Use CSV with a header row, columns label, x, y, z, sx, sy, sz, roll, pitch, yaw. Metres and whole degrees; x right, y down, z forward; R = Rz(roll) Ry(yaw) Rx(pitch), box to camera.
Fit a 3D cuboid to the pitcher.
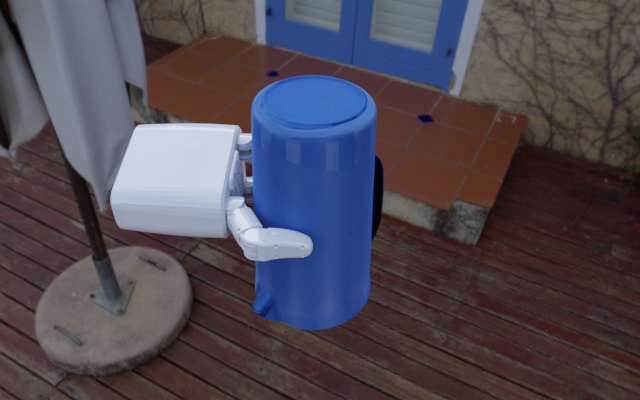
label,x,y,z,sx,sy,sz,roll,pitch,yaw
pitcher,0.000,0.002,0.486,0.145,0.243,0.149,2,40,1
